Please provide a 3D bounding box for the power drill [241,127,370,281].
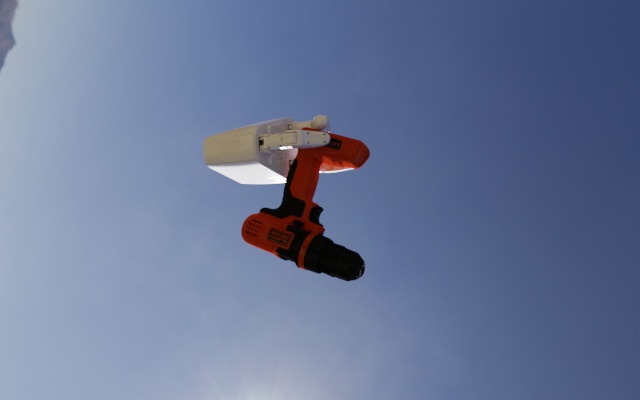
[{"bbox_3d":[0.000,0.002,0.655,0.184,0.187,0.057,19,-13,21],"label":"power drill"}]
